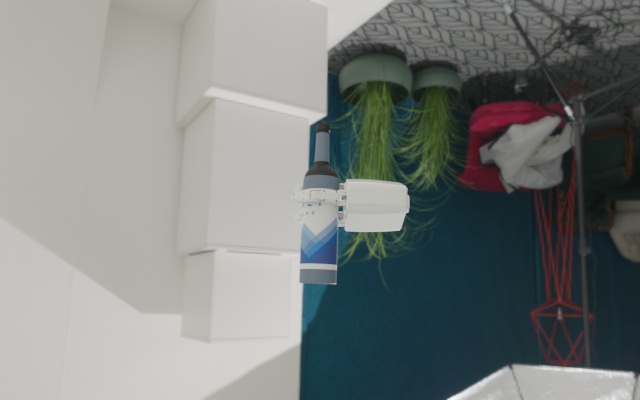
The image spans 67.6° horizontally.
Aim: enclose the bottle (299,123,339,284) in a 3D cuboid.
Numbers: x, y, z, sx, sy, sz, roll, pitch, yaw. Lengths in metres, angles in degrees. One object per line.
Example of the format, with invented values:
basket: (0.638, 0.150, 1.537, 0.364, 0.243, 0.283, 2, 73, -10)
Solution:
bottle: (0.000, 0.003, 0.874, 0.069, 0.295, 0.069, 2, -10, 0)
